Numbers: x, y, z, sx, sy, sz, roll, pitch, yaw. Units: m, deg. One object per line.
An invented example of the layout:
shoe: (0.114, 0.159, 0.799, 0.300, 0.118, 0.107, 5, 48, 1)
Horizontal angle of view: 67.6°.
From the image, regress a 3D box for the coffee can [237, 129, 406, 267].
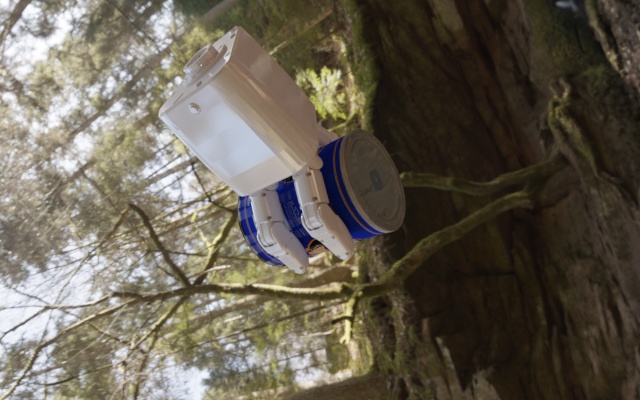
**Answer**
coffee can: (0.000, 0.002, 0.488, 0.140, 0.102, 0.103, -22, -13, 33)
